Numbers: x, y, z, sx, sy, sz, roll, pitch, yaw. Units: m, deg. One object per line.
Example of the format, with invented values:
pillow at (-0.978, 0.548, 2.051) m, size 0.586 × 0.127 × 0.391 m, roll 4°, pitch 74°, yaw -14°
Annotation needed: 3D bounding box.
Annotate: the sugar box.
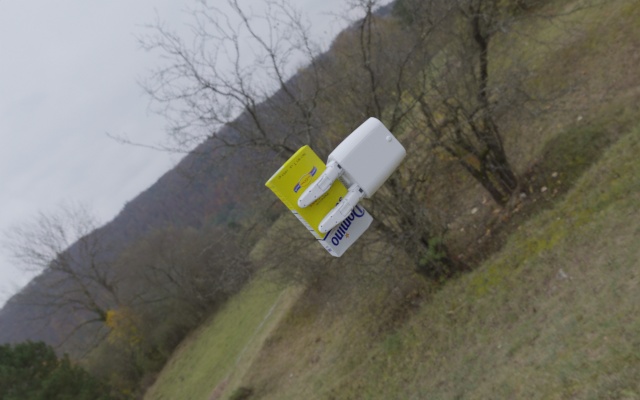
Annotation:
sugar box at (0.000, 0.002, 0.810) m, size 0.093 × 0.176 × 0.048 m, roll -46°, pitch 9°, yaw -14°
